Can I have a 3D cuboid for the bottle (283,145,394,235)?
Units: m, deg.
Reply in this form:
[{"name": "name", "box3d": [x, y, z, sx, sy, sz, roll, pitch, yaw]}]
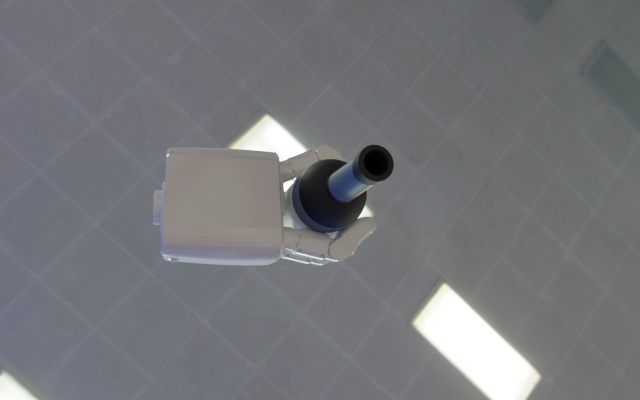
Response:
[{"name": "bottle", "box3d": [0.000, 0.002, 0.478, 0.069, 0.069, 0.296, 0, -11, -16]}]
